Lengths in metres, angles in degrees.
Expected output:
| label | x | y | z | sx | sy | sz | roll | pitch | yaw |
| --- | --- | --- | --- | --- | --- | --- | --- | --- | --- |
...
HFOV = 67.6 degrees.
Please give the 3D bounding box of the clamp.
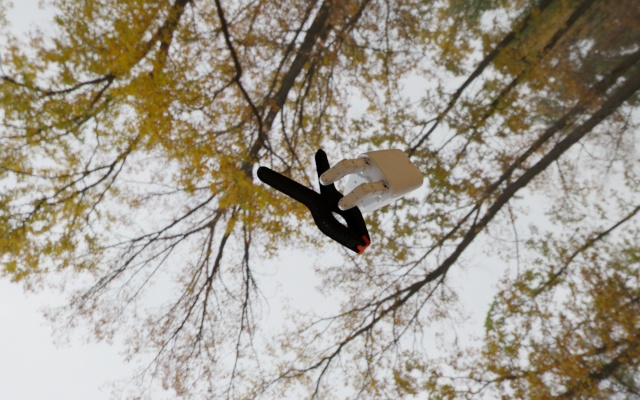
| label | x | y | z | sx | sy | sz | roll | pitch | yaw |
| --- | --- | --- | --- | --- | --- | --- | --- | --- | --- |
| clamp | 0.000 | 0.003 | 0.787 | 0.164 | 0.210 | 0.036 | -15 | -28 | -44 |
